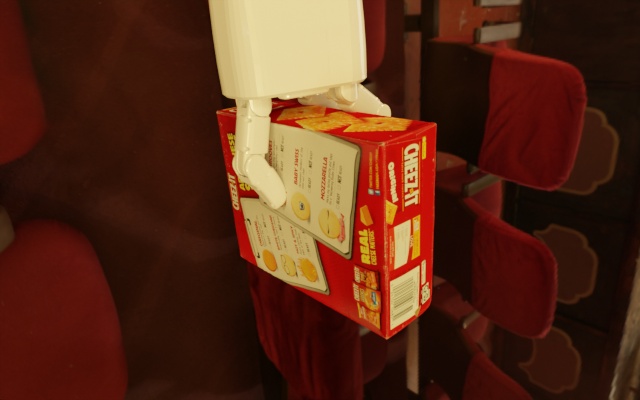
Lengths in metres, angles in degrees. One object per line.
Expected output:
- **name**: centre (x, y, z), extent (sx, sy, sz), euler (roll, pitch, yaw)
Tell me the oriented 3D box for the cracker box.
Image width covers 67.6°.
- **cracker box**: centre (0.000, 0.002, 0.437), extent (0.072, 0.164, 0.213), euler (-22, 28, -37)
